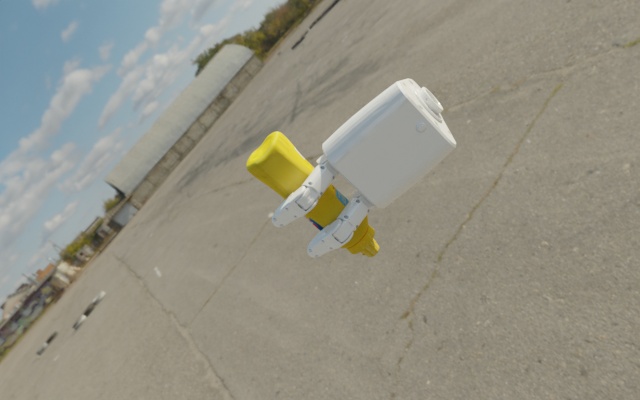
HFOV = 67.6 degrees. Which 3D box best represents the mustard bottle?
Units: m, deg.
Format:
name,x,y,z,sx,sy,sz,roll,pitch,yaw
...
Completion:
name,x,y,z,sx,sy,sz,roll,pitch,yaw
mustard bottle,0.000,0.002,0.571,0.192,0.058,0.096,42,1,-16
